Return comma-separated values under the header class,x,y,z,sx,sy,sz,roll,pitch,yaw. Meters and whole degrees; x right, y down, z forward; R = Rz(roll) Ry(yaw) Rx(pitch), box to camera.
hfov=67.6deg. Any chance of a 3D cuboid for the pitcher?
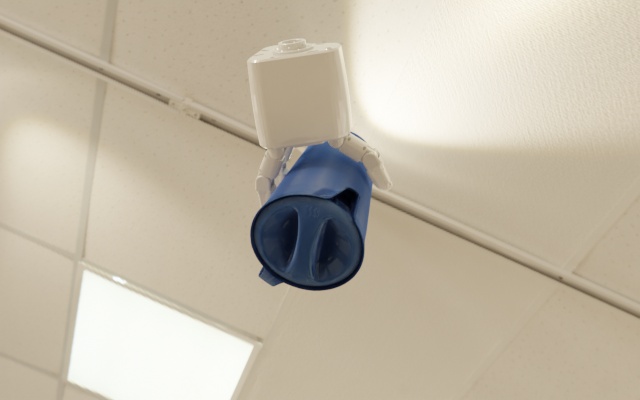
class,x,y,z,sx,sy,sz,roll,pitch,yaw
pitcher,0.000,0.002,0.641,0.149,0.145,0.242,-2,28,15
